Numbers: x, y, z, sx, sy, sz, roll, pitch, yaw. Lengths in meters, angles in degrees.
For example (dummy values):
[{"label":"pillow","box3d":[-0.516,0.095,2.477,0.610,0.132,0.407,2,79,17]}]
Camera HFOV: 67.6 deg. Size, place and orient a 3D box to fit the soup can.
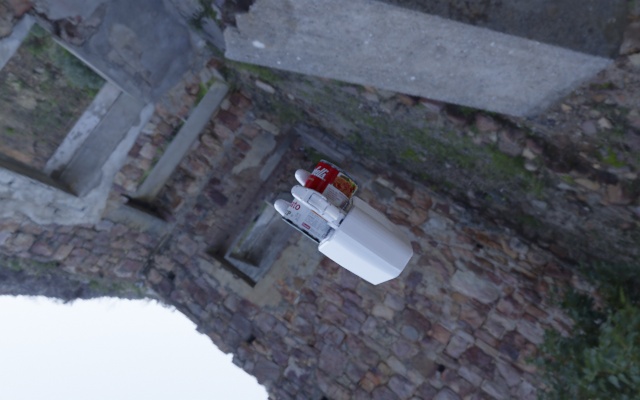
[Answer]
[{"label":"soup can","box3d":[0.000,0.002,0.685,0.068,0.102,0.068,34,-5,4]}]
